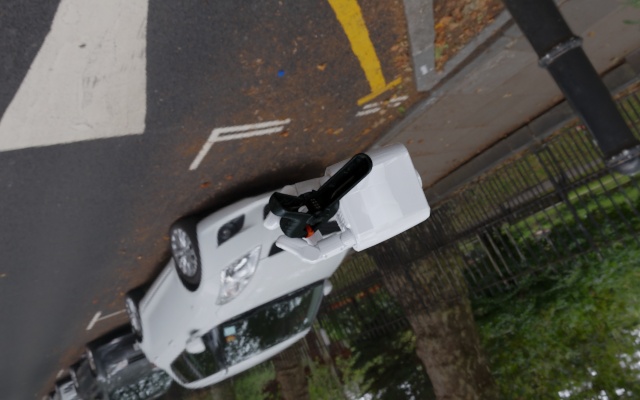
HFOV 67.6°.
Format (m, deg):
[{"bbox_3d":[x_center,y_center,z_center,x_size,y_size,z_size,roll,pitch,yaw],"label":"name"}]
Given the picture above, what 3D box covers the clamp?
[{"bbox_3d":[0.000,0.002,0.554,0.120,0.039,0.171,-22,-13,-8],"label":"clamp"}]
